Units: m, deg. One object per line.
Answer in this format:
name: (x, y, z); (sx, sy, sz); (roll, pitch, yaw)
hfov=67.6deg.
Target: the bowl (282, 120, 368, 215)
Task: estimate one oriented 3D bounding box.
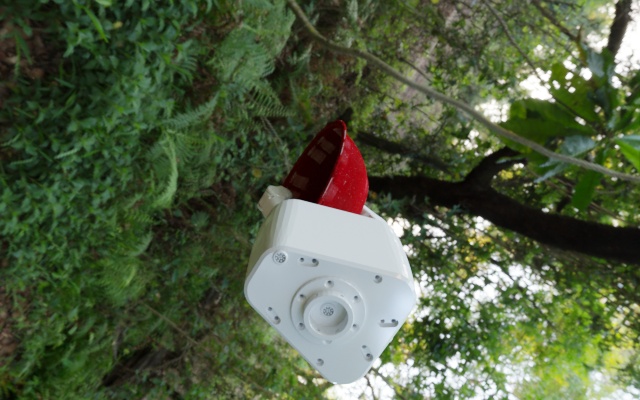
bowl: (0.000, 0.001, 0.488); (0.055, 0.162, 0.162); (29, -9, -17)
